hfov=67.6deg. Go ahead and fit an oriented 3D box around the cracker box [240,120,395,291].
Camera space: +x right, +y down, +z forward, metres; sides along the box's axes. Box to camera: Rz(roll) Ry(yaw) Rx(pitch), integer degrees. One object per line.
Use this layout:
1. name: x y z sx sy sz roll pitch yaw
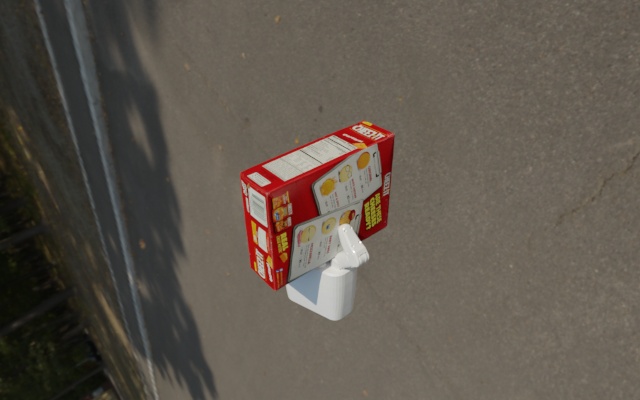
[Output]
1. cracker box: 0.000 0.002 0.655 0.213 0.164 0.072 -27 44 -31
